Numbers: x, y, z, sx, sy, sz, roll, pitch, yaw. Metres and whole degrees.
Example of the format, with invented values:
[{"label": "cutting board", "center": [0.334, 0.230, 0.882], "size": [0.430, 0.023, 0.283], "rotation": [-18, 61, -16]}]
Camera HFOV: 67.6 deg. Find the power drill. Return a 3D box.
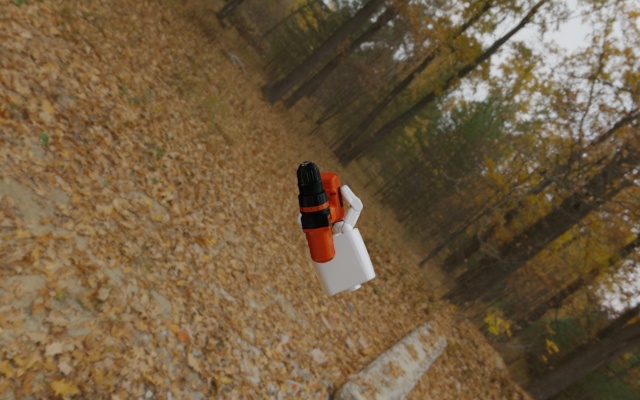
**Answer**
[{"label": "power drill", "center": [0.000, 0.003, 0.900], "size": [0.057, 0.184, 0.187], "rotation": [-5, 15, 12]}]
